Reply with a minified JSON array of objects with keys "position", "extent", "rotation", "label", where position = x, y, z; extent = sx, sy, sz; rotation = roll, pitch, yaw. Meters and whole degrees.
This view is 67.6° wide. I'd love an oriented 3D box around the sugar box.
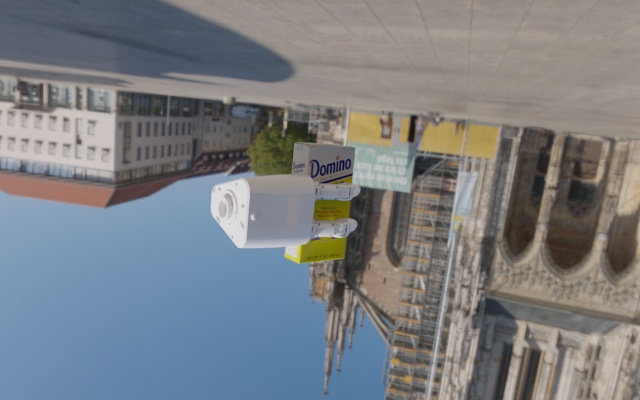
[{"position":[0.000,0.003,0.725],"extent":[0.093,0.176,0.048],"rotation":[-2,14,-39],"label":"sugar box"}]
